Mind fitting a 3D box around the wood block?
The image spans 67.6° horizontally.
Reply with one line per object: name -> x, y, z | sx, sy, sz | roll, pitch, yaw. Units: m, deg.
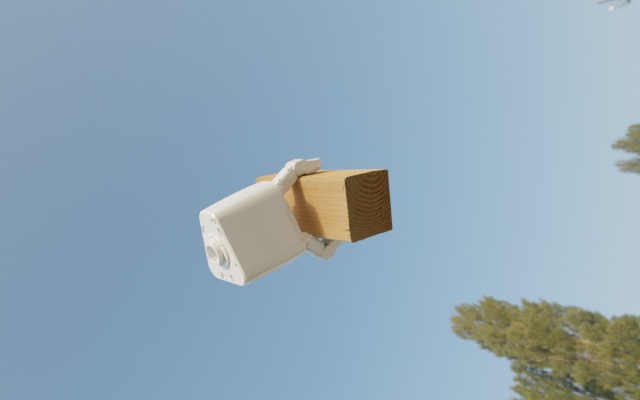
wood block -> 0.000, 0.002, 0.727 | 0.090, 0.091, 0.206 | -13, 11, -41
